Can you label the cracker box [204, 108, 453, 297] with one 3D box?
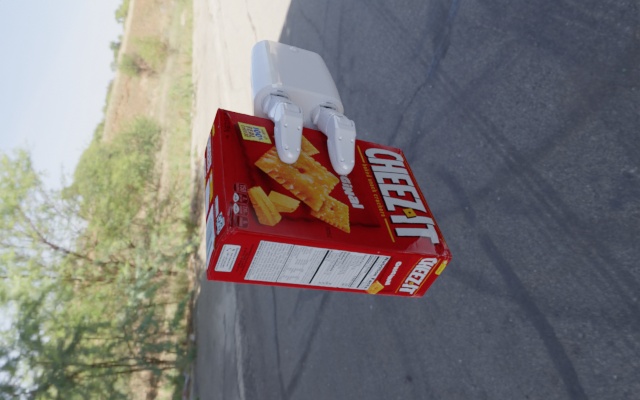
[{"bbox_3d":[0.000,0.002,0.463,0.214,0.164,0.072,9,-48,-22],"label":"cracker box"}]
